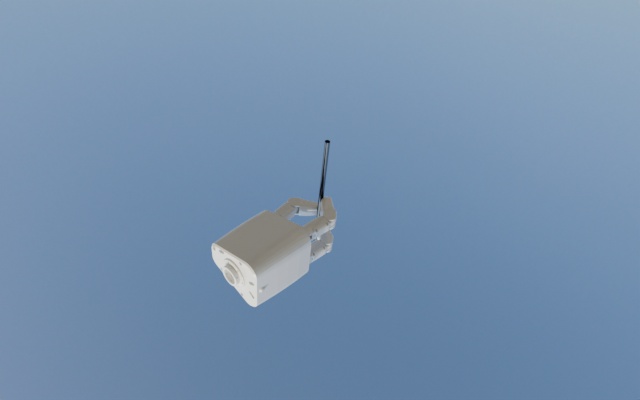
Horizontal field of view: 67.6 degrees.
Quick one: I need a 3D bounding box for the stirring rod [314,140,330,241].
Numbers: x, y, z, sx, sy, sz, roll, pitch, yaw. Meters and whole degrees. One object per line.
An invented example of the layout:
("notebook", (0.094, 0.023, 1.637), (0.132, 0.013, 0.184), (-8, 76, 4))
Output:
("stirring rod", (0.000, 0.002, 0.773), (0.011, 0.240, 0.011), (4, 43, -3))
